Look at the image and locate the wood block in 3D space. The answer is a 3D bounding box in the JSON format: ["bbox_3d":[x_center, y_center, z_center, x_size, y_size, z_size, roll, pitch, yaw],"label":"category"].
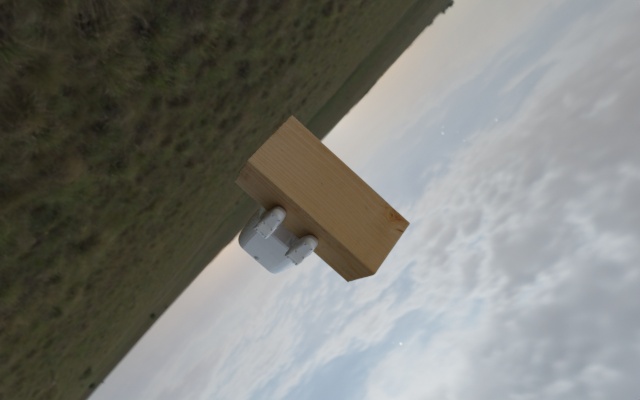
[{"bbox_3d":[0.000,0.002,0.627,0.206,0.090,0.090,42,-25,-5],"label":"wood block"}]
